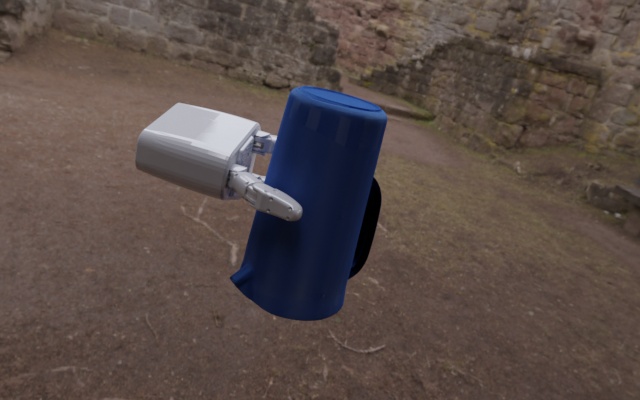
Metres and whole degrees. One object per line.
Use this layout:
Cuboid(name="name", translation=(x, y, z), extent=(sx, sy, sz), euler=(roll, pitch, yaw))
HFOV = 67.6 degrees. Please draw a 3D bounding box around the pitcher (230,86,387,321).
Cuboid(name="pitcher", translation=(0.000, 0.002, 0.549), extent=(0.145, 0.243, 0.149), euler=(18, 20, 6))
